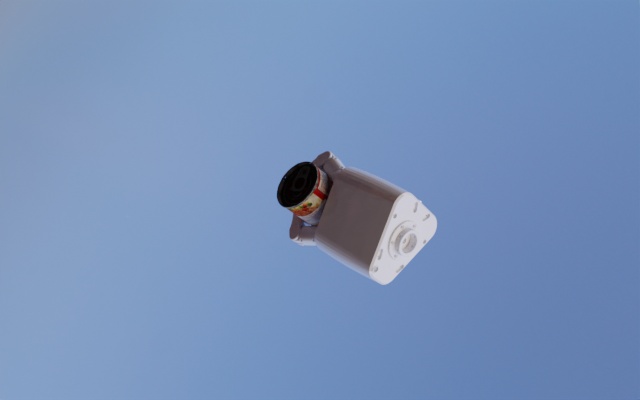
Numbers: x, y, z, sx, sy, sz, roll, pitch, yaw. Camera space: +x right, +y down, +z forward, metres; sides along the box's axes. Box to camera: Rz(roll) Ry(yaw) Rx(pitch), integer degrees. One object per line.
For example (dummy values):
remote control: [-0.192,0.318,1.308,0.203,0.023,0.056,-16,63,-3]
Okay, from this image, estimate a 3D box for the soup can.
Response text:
soup can: [0.000,0.002,0.642,0.068,0.068,0.102,0,-27,43]
